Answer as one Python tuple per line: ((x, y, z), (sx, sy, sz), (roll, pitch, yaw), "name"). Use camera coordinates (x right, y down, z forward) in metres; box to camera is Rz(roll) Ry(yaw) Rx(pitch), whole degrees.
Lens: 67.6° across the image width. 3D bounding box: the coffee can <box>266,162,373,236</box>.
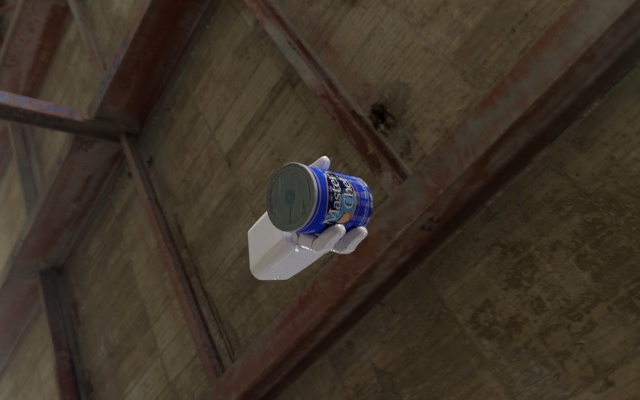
((0.000, 0.002, 0.748), (0.103, 0.103, 0.140), (0, -6, 42), "coffee can")
